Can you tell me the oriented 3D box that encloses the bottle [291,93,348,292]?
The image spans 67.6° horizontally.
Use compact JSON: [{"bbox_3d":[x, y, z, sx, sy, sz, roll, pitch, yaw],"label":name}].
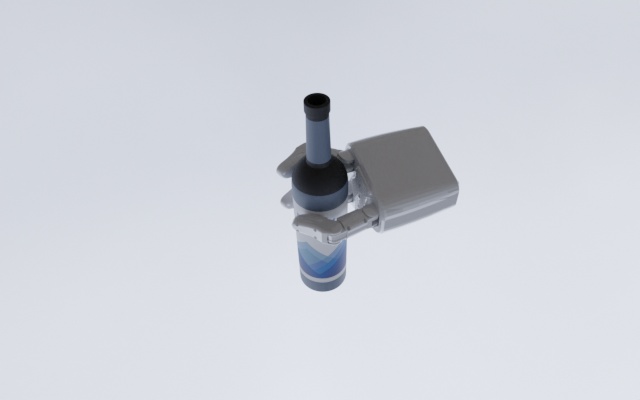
[{"bbox_3d":[0.000,0.002,0.581,0.069,0.069,0.296,0,-44,2],"label":"bottle"}]
